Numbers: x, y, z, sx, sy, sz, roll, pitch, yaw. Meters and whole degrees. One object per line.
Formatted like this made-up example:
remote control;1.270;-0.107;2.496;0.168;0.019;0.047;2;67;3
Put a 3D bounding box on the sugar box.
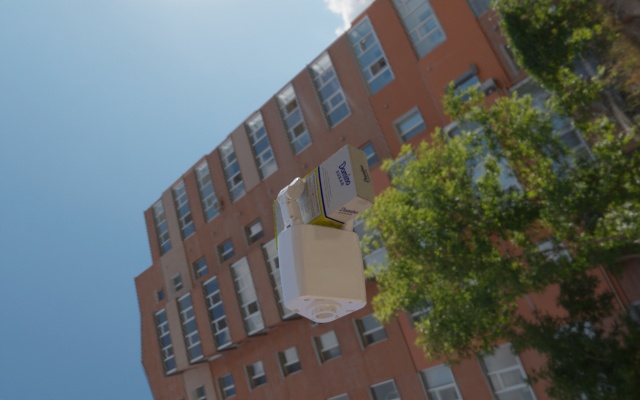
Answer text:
sugar box;0.000;0.003;0.713;0.048;0.093;0.176;23;-43;-39
